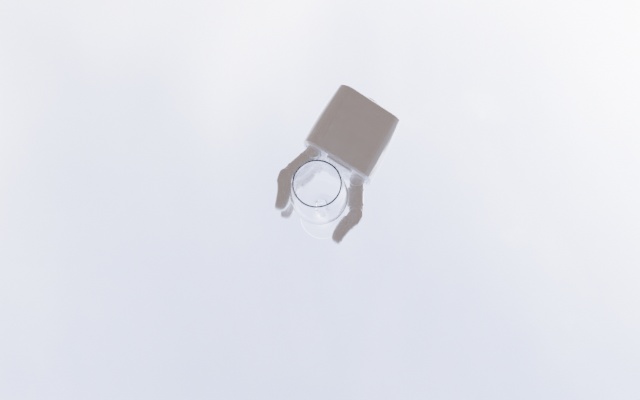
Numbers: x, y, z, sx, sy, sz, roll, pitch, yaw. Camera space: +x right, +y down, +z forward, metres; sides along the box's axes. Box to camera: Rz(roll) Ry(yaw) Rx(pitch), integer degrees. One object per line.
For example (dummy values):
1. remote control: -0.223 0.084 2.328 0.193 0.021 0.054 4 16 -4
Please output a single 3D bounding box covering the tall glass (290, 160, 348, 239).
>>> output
1. tall glass: 0.000 0.003 0.682 0.079 0.079 0.201 0 -13 3
